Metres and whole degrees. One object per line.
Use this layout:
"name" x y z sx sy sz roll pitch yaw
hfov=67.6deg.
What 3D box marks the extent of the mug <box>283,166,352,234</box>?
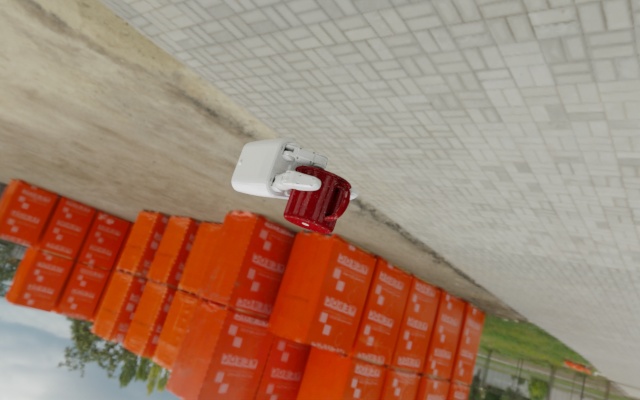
"mug" 0.001 0.003 0.731 0.117 0.081 0.093 6 -17 47
